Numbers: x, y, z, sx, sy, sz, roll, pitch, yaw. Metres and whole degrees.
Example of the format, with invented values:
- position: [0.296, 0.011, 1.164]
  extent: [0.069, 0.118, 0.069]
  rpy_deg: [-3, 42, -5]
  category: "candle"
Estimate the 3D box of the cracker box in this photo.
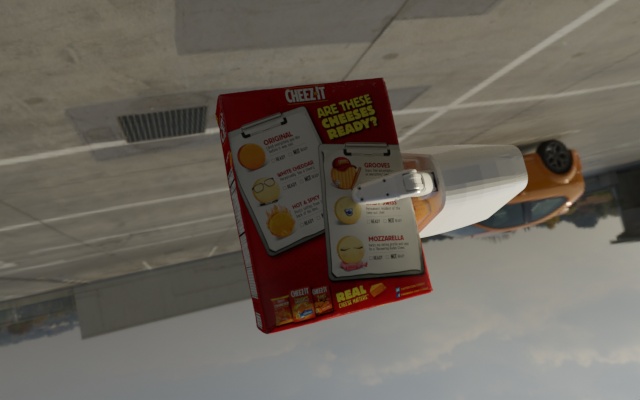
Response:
- position: [0.000, 0.002, 0.460]
  extent: [0.164, 0.213, 0.072]
  rpy_deg: [-10, -7, -18]
  category: "cracker box"
